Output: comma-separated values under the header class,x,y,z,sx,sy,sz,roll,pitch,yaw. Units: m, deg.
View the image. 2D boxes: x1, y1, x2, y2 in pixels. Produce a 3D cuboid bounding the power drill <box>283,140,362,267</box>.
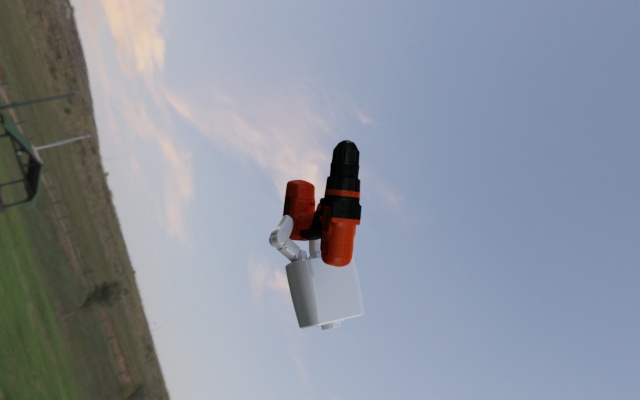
class,x,y,z,sx,sy,sz,roll,pitch,yaw
power drill,0.000,0.003,0.757,0.057,0.184,0.187,8,-2,-25
